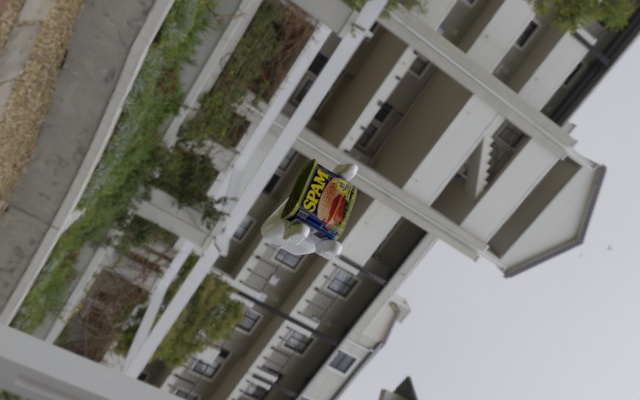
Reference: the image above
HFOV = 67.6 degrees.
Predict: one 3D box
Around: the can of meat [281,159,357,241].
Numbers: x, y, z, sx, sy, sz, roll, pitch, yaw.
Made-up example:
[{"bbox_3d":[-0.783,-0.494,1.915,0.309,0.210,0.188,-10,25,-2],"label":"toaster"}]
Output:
[{"bbox_3d":[0.000,0.002,0.725,0.084,0.102,0.057,31,-28,-16],"label":"can of meat"}]
